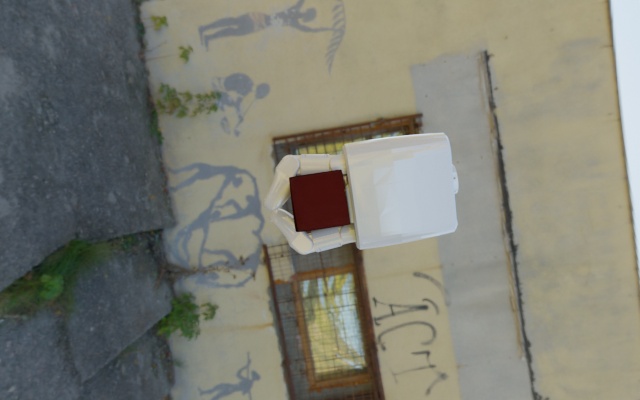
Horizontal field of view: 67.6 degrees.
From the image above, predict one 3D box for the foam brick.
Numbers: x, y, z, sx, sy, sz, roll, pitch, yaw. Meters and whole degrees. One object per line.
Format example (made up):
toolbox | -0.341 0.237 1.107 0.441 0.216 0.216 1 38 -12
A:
foam brick | 0.000 0.002 0.472 0.051 0.053 0.078 -8 -2 2
